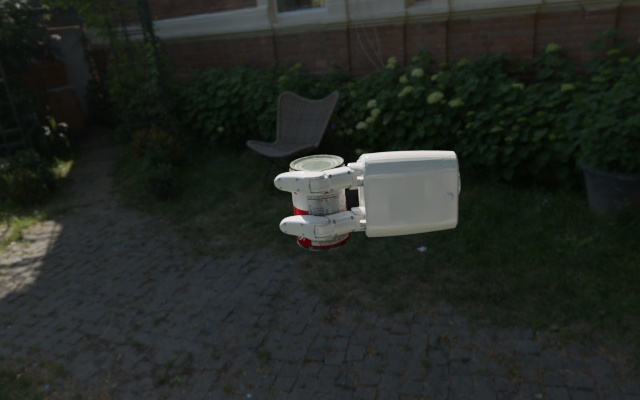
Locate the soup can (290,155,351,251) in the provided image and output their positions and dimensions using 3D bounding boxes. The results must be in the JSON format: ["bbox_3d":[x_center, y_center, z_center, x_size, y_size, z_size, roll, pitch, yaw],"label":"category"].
[{"bbox_3d":[0.000,0.002,0.587,0.068,0.102,0.068,-5,21,2],"label":"soup can"}]
